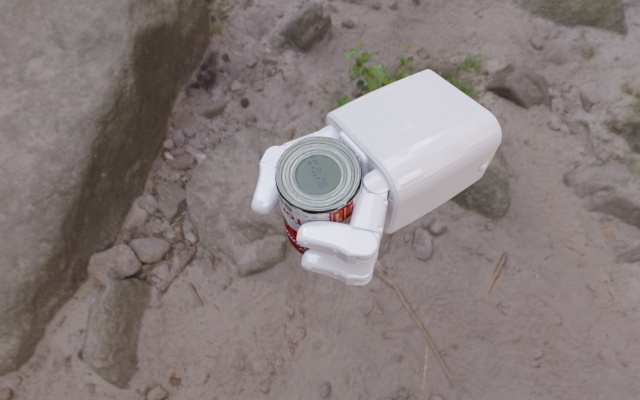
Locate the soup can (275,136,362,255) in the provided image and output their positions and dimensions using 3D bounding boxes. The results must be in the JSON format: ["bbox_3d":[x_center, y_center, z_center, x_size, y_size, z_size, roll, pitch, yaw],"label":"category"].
[{"bbox_3d":[0.000,0.001,0.401,0.068,0.068,0.102,0,-26,2],"label":"soup can"}]
